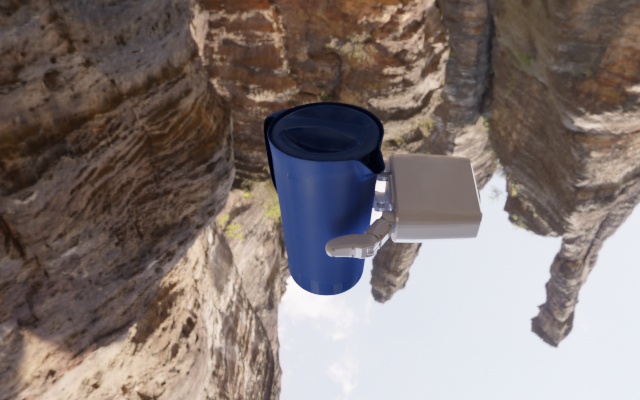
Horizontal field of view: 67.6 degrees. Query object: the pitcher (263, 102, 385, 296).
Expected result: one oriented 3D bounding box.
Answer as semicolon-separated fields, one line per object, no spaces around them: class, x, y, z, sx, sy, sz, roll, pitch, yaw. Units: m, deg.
pitcher;0.000;0.002;0.621;0.145;0.243;0.149;-1;39;-1
